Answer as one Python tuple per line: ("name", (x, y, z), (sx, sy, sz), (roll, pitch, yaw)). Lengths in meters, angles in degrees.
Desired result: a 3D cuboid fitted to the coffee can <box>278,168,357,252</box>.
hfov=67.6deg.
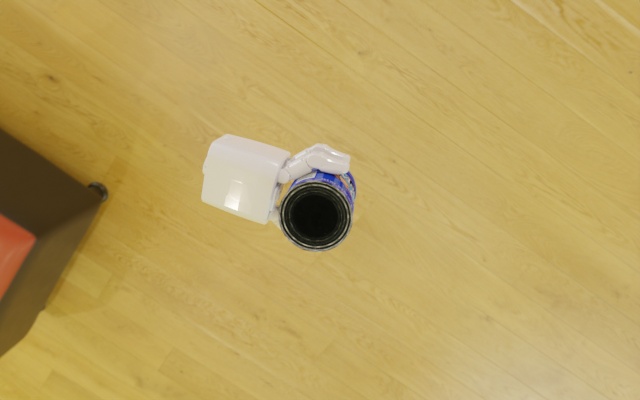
("coffee can", (0.000, 0.002, 0.709), (0.103, 0.103, 0.140), (0, 17, 6))
